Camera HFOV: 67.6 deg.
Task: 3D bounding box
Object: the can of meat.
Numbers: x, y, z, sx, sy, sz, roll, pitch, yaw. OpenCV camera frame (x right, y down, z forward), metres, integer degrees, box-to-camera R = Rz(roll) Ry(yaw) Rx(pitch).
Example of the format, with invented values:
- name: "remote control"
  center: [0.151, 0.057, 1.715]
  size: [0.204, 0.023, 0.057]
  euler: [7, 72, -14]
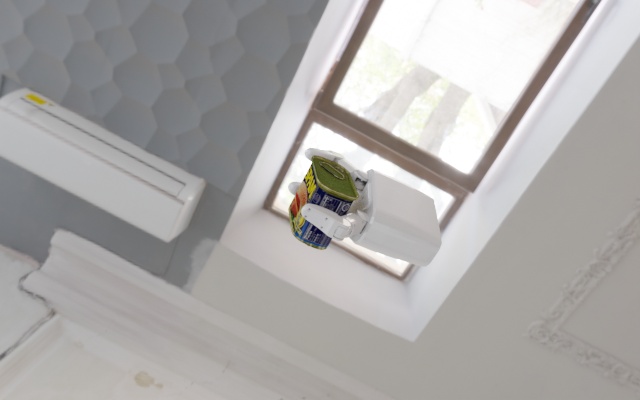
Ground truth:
- name: "can of meat"
  center: [0.000, 0.002, 0.619]
  size: [0.057, 0.084, 0.102]
  euler: [21, 23, -17]
